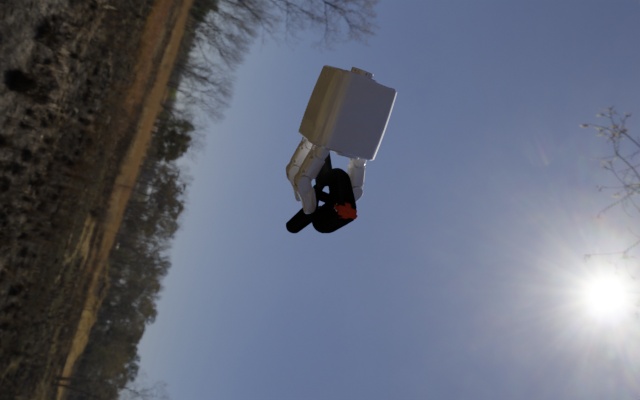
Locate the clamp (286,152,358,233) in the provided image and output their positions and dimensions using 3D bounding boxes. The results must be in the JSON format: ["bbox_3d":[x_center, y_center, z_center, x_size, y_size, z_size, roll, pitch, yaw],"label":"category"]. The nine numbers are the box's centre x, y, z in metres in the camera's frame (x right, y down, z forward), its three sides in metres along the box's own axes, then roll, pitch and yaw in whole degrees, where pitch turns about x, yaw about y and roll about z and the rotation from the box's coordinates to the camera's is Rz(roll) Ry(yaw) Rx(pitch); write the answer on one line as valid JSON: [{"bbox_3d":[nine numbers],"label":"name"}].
[{"bbox_3d":[0.001,0.002,0.710,0.036,0.164,0.210,15,14,-21],"label":"clamp"}]
